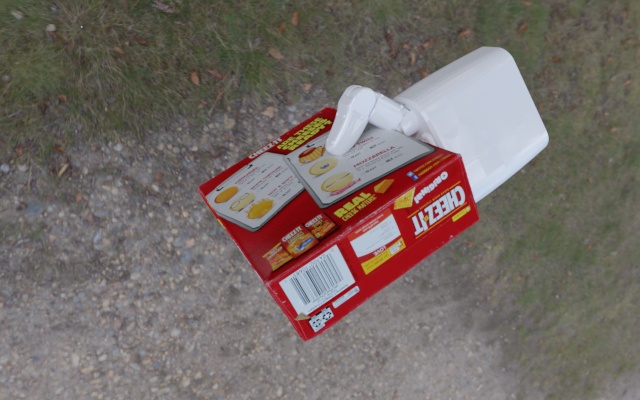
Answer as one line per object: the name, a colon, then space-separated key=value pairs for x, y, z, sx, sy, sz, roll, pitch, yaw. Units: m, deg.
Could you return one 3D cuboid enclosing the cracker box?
cracker box: x=0.000 y=0.001 z=0.418 sx=0.164 sy=0.072 sz=0.213 roll=-33 pitch=29 yaw=-12
